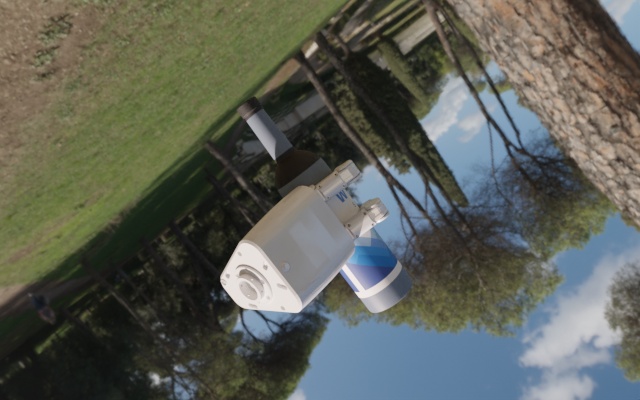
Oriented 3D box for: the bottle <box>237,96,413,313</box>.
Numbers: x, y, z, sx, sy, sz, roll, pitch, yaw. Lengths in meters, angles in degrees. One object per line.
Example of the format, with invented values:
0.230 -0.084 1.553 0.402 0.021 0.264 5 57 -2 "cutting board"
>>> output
0.000 0.002 0.580 0.069 0.296 0.069 -36 7 5 "bottle"
